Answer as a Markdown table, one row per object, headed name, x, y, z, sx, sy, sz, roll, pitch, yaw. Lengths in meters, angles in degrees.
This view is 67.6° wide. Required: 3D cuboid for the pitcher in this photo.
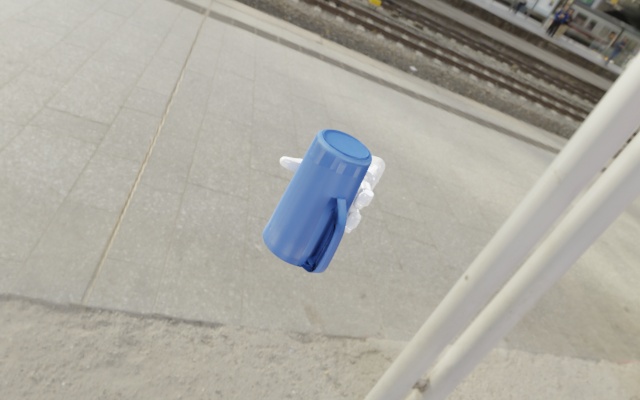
| name | x | y | z | sx | sy | sz | roll | pitch | yaw |
| --- | --- | --- | --- | --- | --- | --- | --- | --- | --- |
| pitcher | 0.000 | 0.003 | 0.870 | 0.149 | 0.243 | 0.145 | 32 | 29 | 8 |
